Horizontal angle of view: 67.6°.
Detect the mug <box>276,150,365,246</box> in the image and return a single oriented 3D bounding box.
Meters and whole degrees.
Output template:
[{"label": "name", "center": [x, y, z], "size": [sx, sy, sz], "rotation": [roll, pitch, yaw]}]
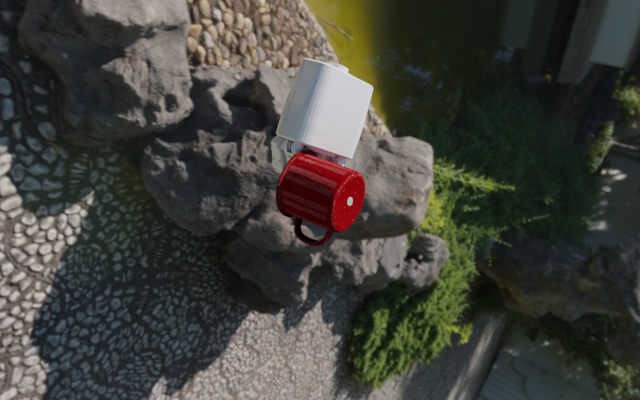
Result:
[{"label": "mug", "center": [0.000, 0.003, 0.610], "size": [0.081, 0.117, 0.093], "rotation": [22, 10, 30]}]
